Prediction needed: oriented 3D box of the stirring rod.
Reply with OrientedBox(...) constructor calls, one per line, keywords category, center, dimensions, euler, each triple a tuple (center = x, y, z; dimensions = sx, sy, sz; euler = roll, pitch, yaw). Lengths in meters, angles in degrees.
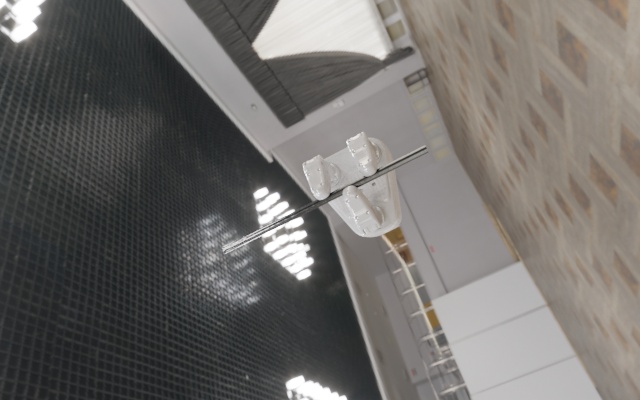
OrientedBox(category="stirring rod", center=(0.000, 0.002, 0.497), dimensions=(0.239, 0.011, 0.011), euler=(-27, -6, 12))
